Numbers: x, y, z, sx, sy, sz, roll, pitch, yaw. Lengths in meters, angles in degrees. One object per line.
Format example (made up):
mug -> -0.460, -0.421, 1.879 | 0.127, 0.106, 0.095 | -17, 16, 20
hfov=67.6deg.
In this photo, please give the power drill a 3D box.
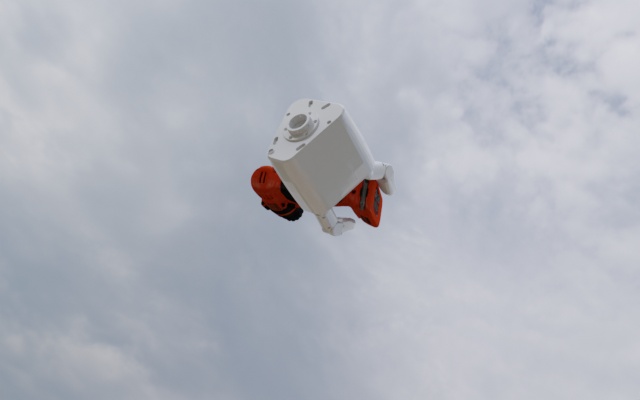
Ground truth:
power drill -> 0.001, 0.002, 0.754 | 0.187, 0.057, 0.184 | 4, -15, 14
